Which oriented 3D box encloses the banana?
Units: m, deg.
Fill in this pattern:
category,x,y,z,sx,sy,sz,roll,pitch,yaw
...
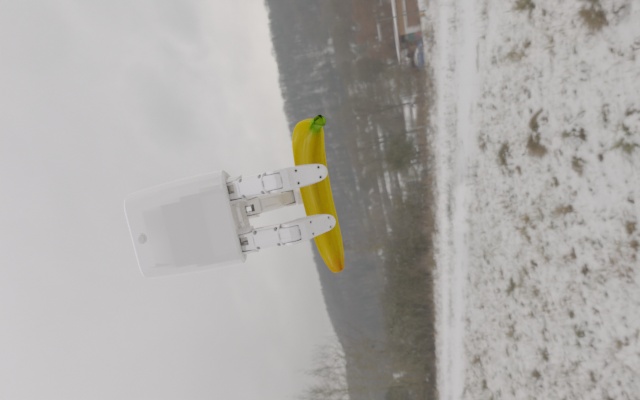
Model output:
category,x,y,z,sx,sy,sz,roll,pitch,yaw
banana,-0.004,-0.010,0.534,0.037,0.198,0.069,-13,32,-4
